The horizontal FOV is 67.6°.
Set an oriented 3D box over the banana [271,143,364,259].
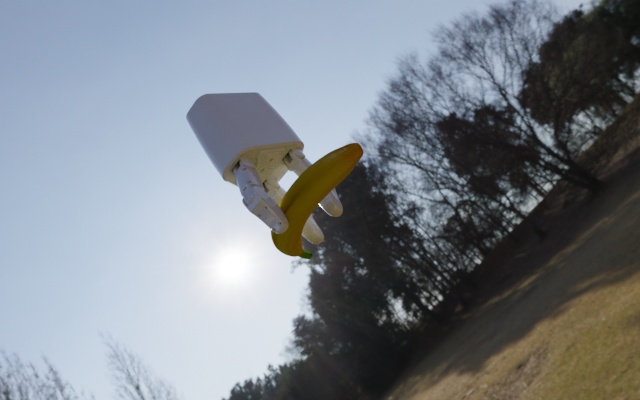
[{"bbox_3d":[-0.016,0.007,0.545,0.069,0.037,0.198,-13,-33,-33],"label":"banana"}]
